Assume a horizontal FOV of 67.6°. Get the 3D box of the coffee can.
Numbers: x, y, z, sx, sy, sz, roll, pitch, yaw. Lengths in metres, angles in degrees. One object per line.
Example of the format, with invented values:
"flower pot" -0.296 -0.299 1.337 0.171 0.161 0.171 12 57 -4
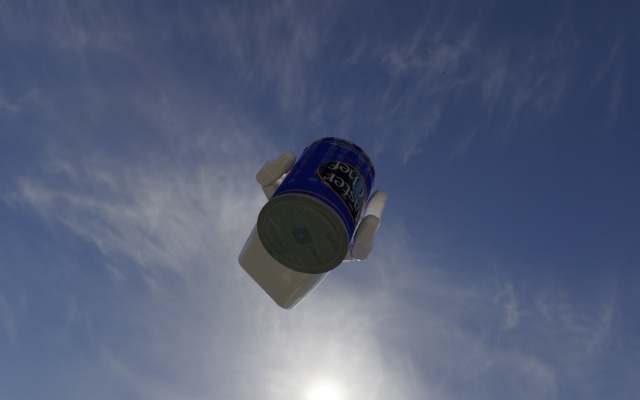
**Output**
"coffee can" 0.000 0.002 0.560 0.103 0.103 0.140 0 32 21
